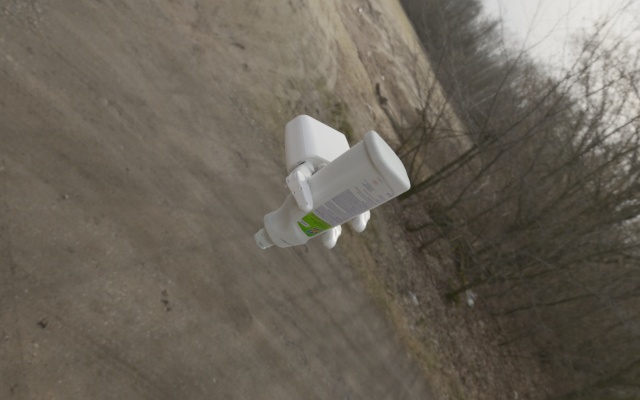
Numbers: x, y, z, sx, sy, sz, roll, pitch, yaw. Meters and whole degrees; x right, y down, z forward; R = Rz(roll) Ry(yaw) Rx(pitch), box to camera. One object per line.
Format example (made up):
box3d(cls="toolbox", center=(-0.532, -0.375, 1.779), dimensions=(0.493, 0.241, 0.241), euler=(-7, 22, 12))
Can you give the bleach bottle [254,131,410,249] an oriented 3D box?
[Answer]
box3d(cls="bleach bottle", center=(0.000, 0.002, 0.707), dimensions=(0.251, 0.068, 0.103), euler=(-30, -44, 22))
